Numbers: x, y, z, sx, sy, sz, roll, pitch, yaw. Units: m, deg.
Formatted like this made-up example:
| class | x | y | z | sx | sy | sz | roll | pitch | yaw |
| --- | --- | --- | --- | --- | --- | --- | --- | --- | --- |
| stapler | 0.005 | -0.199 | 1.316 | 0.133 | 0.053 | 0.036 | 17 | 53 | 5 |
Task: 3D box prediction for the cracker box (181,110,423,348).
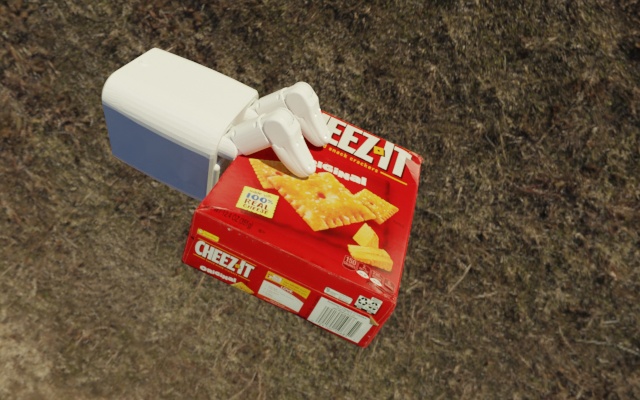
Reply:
| class | x | y | z | sx | sy | sz | roll | pitch | yaw |
| --- | --- | --- | --- | --- | --- | --- | --- | --- | --- |
| cracker box | 0.000 | 0.002 | 0.438 | 0.164 | 0.072 | 0.213 | 26 | 39 | -1 |
